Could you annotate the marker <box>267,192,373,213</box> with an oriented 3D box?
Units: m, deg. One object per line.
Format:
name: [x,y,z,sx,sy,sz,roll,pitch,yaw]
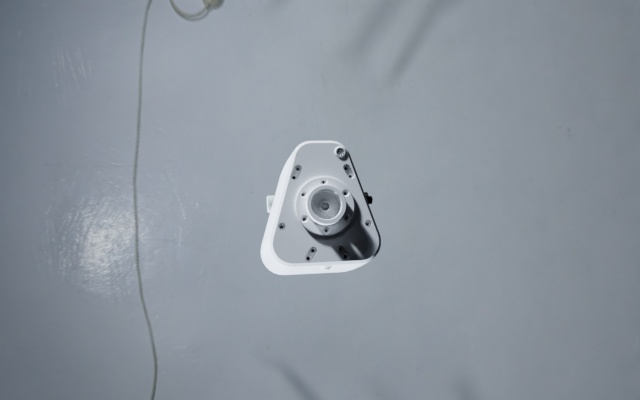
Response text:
marker: [0.000,0.002,0.544,0.121,0.020,0.020,-2,0,-9]
